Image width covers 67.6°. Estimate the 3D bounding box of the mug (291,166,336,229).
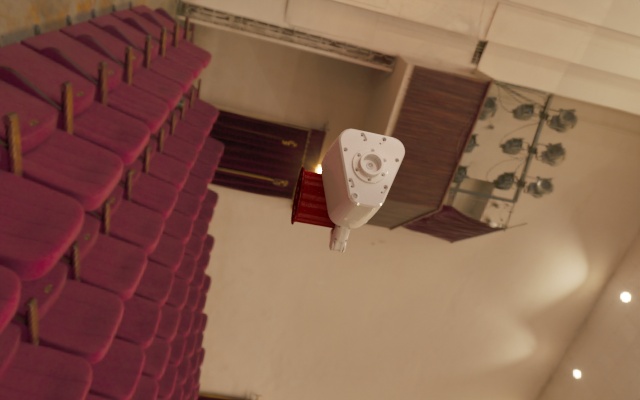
[{"bbox_3d":[0.000,0.003,0.765,0.081,0.093,0.117,11,-17,-8],"label":"mug"}]
